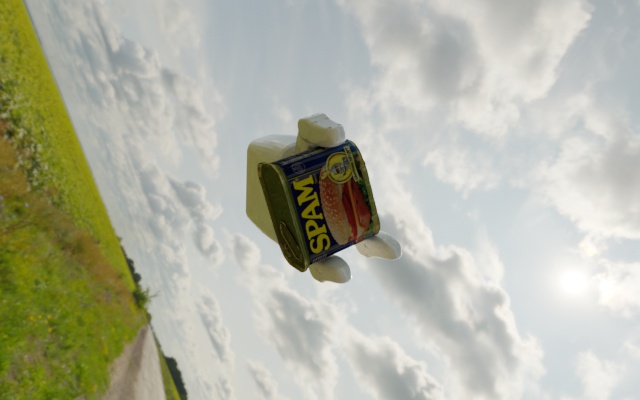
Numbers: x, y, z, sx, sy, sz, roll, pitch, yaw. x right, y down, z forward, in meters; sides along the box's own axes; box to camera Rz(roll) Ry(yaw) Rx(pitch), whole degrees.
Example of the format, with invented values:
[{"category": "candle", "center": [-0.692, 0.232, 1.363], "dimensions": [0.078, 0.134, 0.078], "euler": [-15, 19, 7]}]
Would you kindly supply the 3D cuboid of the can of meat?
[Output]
[{"category": "can of meat", "center": [0.000, 0.001, 0.438], "dimensions": [0.084, 0.102, 0.057], "euler": [-22, 17, -23]}]
